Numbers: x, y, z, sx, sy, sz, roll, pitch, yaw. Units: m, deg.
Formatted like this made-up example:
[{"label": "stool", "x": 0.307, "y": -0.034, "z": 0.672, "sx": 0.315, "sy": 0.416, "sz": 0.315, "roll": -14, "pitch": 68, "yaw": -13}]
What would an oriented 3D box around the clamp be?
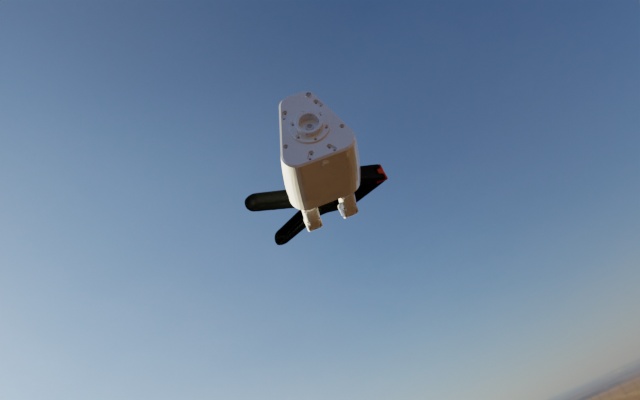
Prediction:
[{"label": "clamp", "x": 0.000, "y": 0.001, "z": 0.728, "sx": 0.210, "sy": 0.036, "sz": 0.165, "roll": -21, "pitch": -25, "yaw": -6}]
